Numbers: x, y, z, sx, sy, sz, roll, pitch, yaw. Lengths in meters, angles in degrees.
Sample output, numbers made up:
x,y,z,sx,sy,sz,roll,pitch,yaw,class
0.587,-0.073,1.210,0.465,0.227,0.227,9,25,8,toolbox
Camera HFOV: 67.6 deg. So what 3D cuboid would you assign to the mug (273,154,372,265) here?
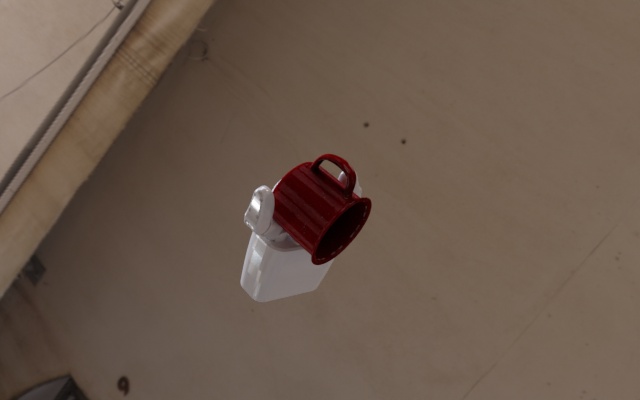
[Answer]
x,y,z,sx,sy,sz,roll,pitch,yaw,class
0.000,0.001,0.524,0.081,0.117,0.093,40,39,23,mug
